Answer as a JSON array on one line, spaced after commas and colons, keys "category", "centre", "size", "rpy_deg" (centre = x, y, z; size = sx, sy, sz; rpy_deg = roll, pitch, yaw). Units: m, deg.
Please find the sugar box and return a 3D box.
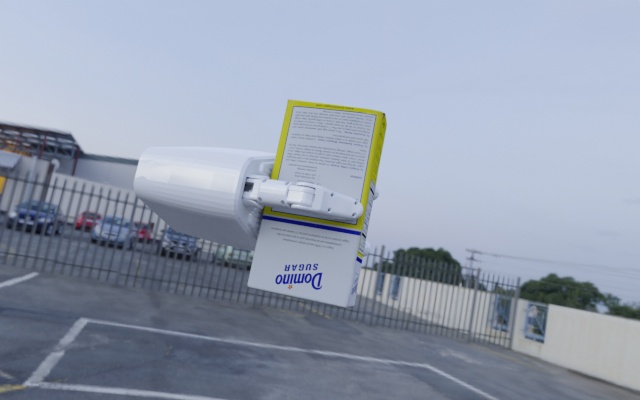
[{"category": "sugar box", "centre": [0.000, 0.001, 0.435], "size": [0.093, 0.176, 0.048], "rpy_deg": [10, -7, 15]}]
